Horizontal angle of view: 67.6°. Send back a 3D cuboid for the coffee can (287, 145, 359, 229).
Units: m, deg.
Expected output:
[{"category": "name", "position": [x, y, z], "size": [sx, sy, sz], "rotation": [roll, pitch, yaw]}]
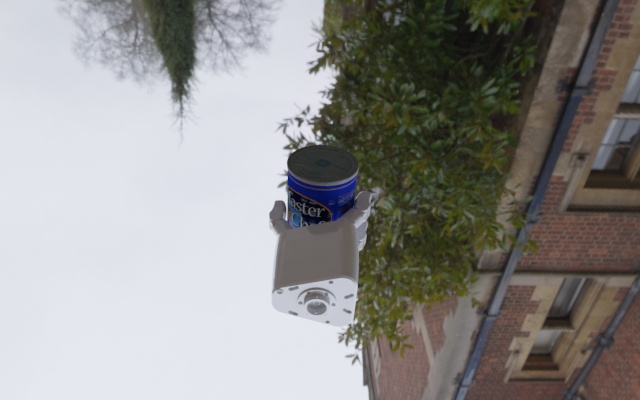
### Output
[{"category": "coffee can", "position": [0.000, 0.002, 0.717], "size": [0.103, 0.140, 0.102], "rotation": [2, 35, -2]}]
